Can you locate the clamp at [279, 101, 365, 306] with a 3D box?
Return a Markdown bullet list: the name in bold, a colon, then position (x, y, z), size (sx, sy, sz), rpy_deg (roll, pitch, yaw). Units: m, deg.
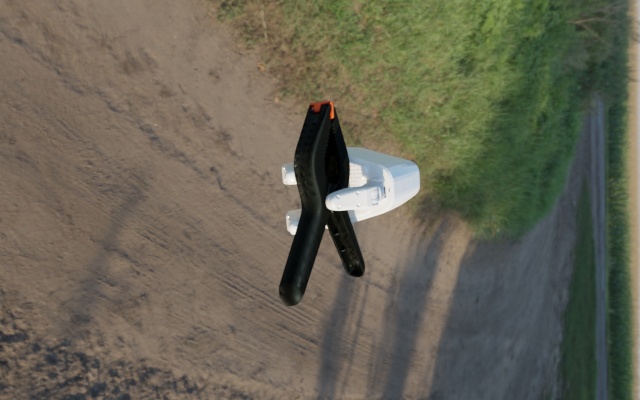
- **clamp**: position (0.001, 0.001, 0.504), size (0.036, 0.210, 0.164), rpy_deg (-1, 9, 28)
